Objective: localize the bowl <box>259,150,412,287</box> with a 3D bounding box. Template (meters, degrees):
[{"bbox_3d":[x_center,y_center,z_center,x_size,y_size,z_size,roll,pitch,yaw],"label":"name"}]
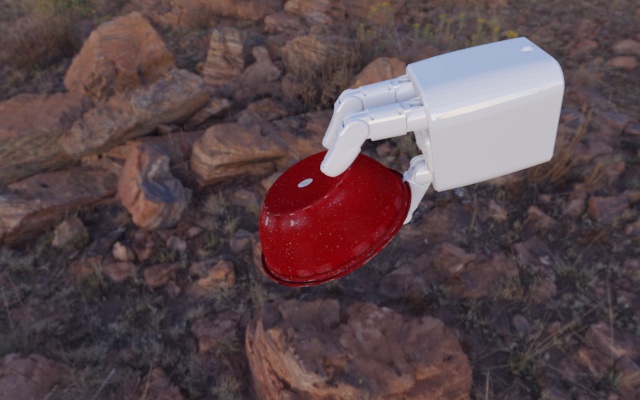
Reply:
[{"bbox_3d":[-0.001,0.002,0.446,0.162,0.055,0.162,-25,30,15],"label":"bowl"}]
